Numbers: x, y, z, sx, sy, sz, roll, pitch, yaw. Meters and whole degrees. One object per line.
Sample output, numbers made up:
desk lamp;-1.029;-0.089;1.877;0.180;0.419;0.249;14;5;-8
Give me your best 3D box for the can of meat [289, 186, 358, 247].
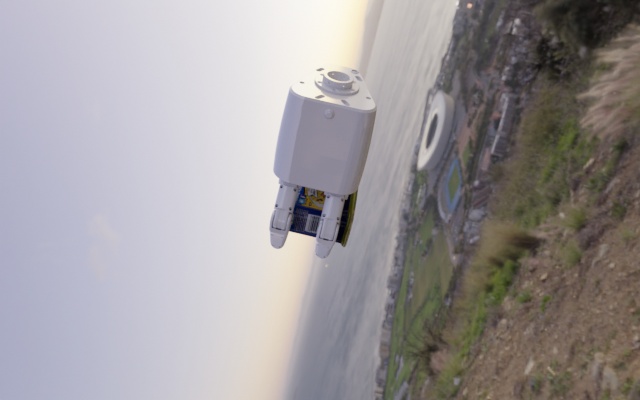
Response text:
can of meat;0.000;0.002;0.598;0.084;0.057;0.102;13;41;0
